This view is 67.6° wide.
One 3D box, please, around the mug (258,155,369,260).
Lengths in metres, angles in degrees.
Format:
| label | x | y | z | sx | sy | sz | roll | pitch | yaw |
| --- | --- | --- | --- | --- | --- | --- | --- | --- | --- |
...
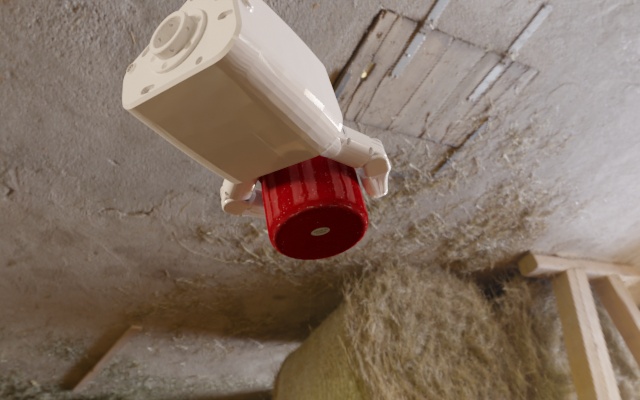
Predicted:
| label | x | y | z | sx | sy | sz | roll | pitch | yaw |
| --- | --- | --- | --- | --- | --- | --- | --- | --- | --- |
| mug | 0.001 | 0.002 | 0.411 | 0.093 | 0.081 | 0.117 | -31 | -41 | 23 |
